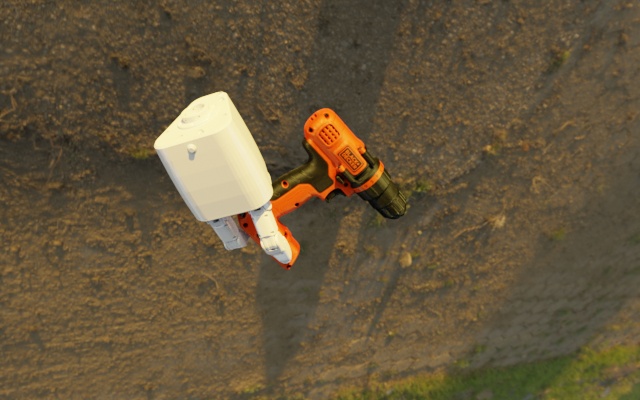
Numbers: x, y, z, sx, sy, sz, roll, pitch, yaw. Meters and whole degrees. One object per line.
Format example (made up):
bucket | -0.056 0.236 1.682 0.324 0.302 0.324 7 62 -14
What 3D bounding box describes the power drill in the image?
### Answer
power drill | 0.000 0.002 0.626 0.187 0.184 0.057 -42 21 5
